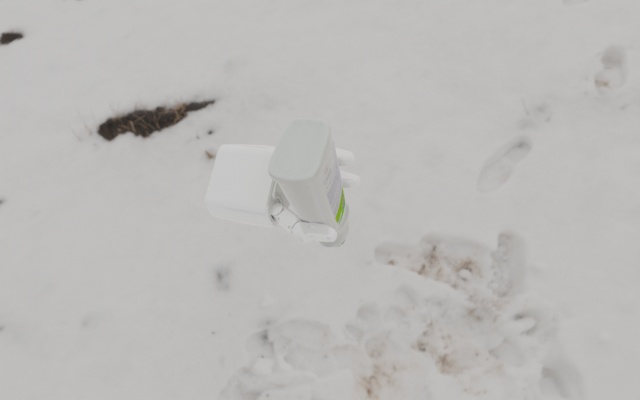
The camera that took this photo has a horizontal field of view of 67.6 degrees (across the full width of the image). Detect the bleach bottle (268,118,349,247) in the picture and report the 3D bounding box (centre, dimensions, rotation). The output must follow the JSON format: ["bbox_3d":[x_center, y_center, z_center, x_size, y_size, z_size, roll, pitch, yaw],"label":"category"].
[{"bbox_3d":[0.000,0.002,0.682,0.068,0.102,0.251,7,-32,18],"label":"bleach bottle"}]
